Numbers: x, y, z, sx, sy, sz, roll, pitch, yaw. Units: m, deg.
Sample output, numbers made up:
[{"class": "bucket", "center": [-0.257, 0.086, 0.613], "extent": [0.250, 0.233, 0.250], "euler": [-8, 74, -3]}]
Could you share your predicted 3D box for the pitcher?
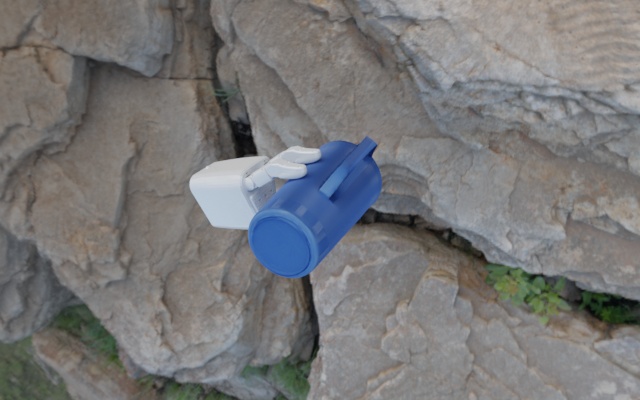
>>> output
[{"class": "pitcher", "center": [0.000, 0.002, 0.721], "extent": [0.145, 0.149, 0.242], "euler": [1, 26, 26]}]
